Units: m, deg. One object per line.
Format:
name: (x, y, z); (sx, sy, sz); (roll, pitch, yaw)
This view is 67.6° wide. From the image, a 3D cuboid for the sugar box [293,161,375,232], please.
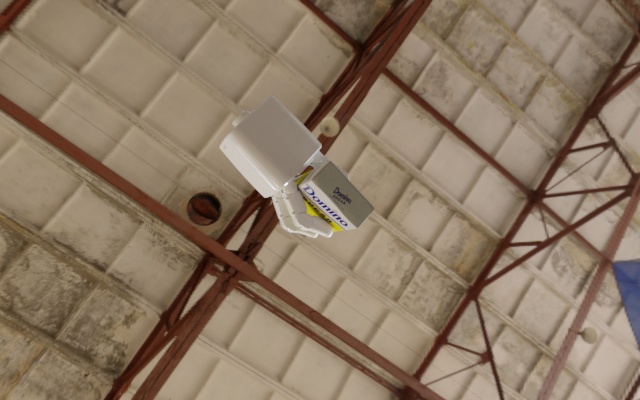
sugar box: (0.000, 0.003, 0.710); (0.048, 0.093, 0.176); (-47, 10, -17)
